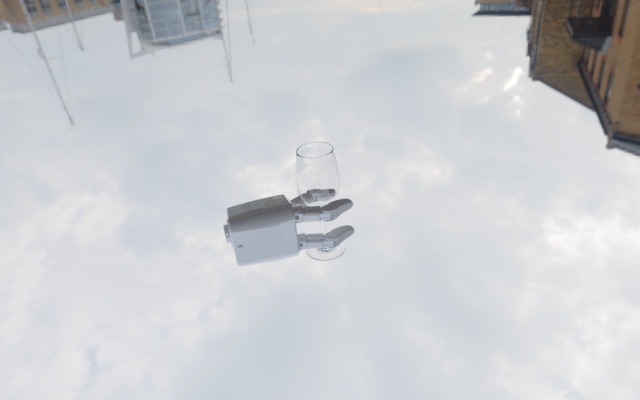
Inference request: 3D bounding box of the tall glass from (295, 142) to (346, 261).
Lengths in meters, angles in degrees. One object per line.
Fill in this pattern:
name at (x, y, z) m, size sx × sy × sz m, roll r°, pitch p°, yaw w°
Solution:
tall glass at (0.000, 0.003, 0.824) m, size 0.079 × 0.201 × 0.079 m, roll -4°, pitch 31°, yaw 3°
